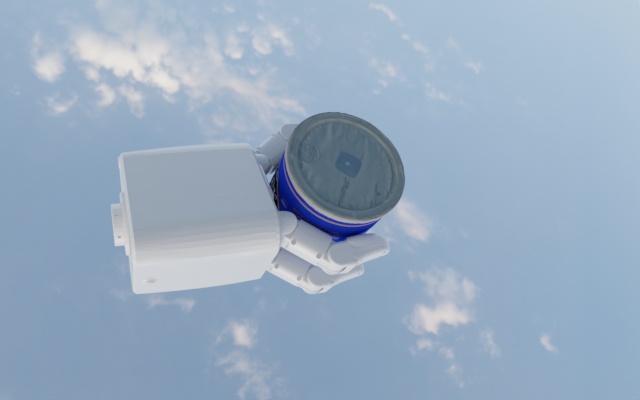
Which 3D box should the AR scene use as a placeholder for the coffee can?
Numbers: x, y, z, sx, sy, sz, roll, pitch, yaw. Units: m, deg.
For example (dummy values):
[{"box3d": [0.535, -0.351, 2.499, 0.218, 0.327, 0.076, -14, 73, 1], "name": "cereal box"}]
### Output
[{"box3d": [0.000, 0.001, 0.442, 0.103, 0.102, 0.140, 0, -27, -21], "name": "coffee can"}]
